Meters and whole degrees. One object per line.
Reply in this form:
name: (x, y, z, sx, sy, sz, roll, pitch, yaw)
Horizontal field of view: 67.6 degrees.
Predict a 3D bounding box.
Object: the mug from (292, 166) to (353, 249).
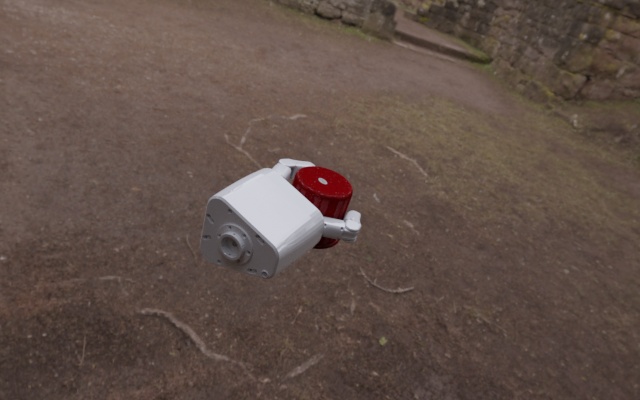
mug: (0.001, 0.002, 0.666, 0.093, 0.081, 0.117, 28, 31, 15)
